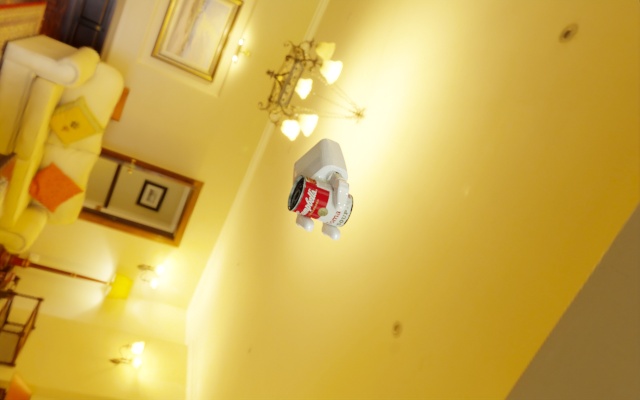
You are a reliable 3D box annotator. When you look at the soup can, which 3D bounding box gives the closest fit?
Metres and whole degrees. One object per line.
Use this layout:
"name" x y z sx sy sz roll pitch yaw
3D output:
"soup can" 0.000 0.003 0.863 0.102 0.068 0.068 20 -7 -21
